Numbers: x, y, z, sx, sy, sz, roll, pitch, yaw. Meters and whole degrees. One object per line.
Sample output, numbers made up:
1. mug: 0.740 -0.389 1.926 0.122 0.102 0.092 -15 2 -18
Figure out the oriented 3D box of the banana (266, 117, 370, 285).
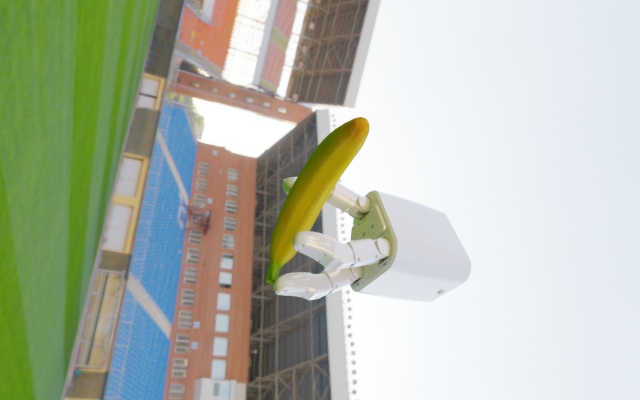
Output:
1. banana: -0.006 -0.006 0.481 0.037 0.198 0.069 17 27 -24
